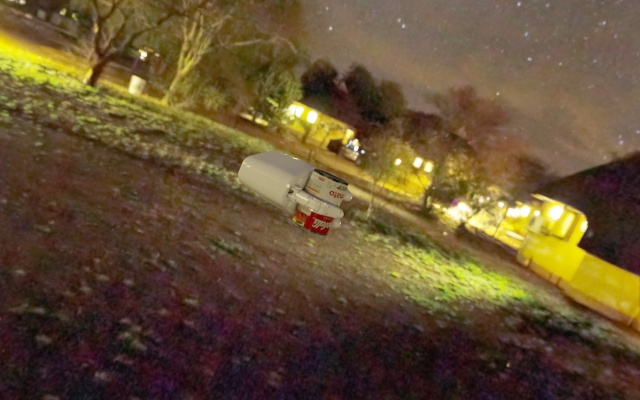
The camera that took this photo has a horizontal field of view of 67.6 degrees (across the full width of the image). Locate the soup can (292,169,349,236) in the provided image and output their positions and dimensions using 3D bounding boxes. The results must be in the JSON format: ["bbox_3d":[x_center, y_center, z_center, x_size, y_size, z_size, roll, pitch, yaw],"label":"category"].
[{"bbox_3d":[0.001,0.003,0.843,0.068,0.102,0.068,23,8,-3],"label":"soup can"}]
